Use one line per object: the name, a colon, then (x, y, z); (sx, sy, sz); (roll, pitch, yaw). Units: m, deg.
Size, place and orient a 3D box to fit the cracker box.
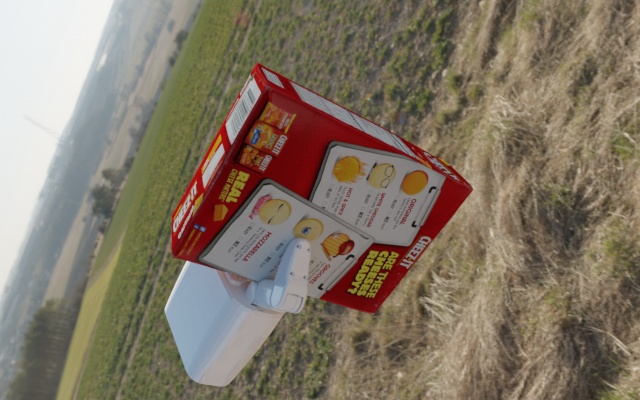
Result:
cracker box: (0.000, 0.001, 0.427); (0.214, 0.164, 0.072); (21, 25, -29)
